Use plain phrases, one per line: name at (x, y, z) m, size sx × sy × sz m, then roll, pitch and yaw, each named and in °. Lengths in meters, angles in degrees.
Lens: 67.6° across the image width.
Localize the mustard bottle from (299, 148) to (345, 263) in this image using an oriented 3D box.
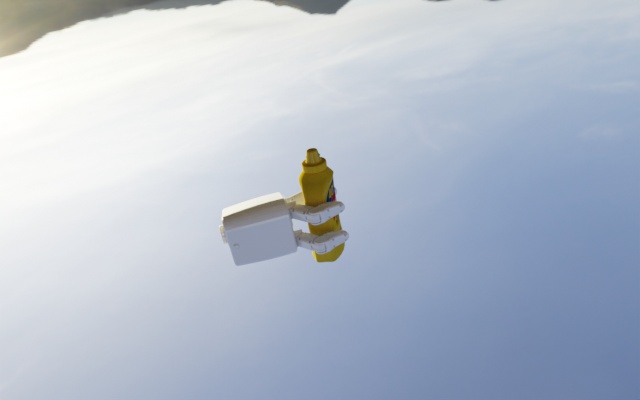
mustard bottle at (0.001, 0.003, 0.804) m, size 0.058 × 0.192 × 0.096 m, roll -4°, pitch 29°, yaw 13°
